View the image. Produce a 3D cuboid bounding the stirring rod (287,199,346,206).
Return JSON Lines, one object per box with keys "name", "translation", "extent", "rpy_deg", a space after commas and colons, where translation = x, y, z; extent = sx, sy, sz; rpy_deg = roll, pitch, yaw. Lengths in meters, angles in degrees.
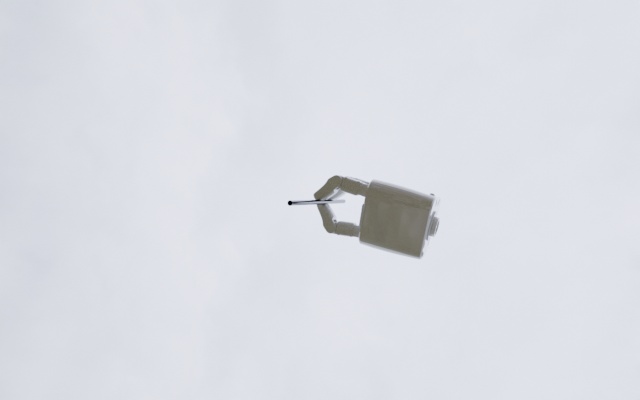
{"name": "stirring rod", "translation": [0.000, 0.003, 0.796], "extent": [0.011, 0.011, 0.239], "rpy_deg": [0, 1, 21]}
